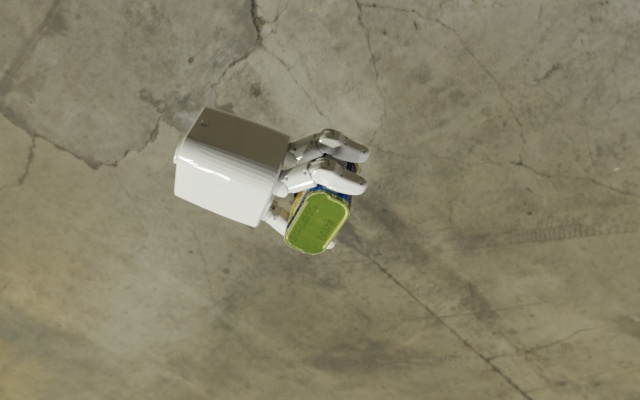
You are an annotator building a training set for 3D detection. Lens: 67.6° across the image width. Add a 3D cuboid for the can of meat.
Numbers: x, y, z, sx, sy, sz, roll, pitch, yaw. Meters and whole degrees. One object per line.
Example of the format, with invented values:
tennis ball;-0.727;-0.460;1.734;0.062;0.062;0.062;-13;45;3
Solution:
can of meat;0.000;0.002;0.559;0.057;0.102;0.084;23;40;-10
